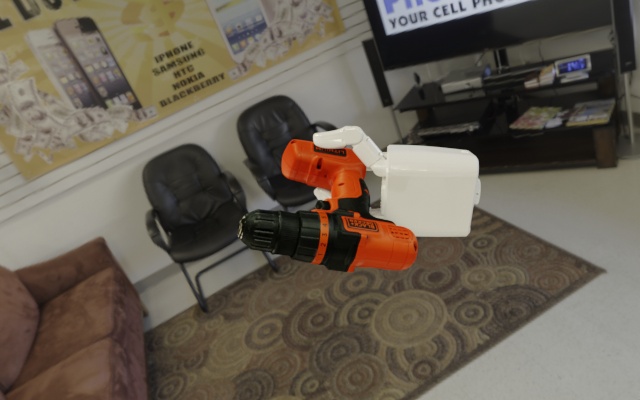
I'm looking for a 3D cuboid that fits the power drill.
[{"bbox_3d":[0.000,0.001,0.533,0.184,0.057,0.187,11,34,-16],"label":"power drill"}]
